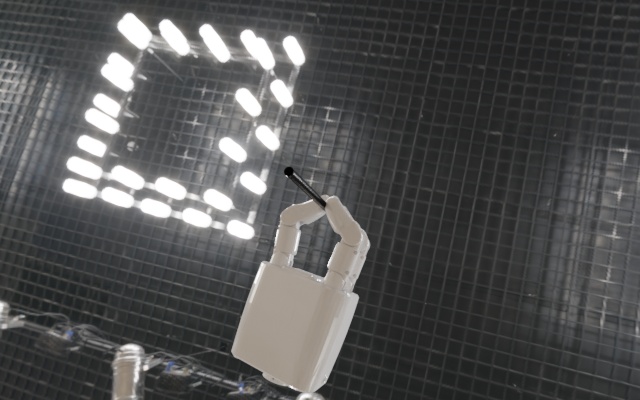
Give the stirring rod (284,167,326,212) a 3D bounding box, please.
[{"bbox_3d":[0.000,0.002,0.495,0.011,0.011,0.239,0,-12,12],"label":"stirring rod"}]
